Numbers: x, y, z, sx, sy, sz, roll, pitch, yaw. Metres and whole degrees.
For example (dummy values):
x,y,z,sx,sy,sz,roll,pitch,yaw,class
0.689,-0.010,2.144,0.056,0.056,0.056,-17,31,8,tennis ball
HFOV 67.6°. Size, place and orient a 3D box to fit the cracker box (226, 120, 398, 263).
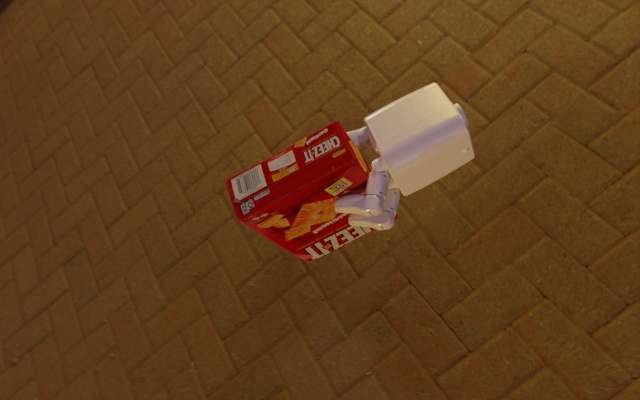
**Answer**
x,y,z,sx,sy,sz,roll,pitch,yaw,class
0.000,0.002,0.657,0.164,0.072,0.214,-27,-30,11,cracker box
